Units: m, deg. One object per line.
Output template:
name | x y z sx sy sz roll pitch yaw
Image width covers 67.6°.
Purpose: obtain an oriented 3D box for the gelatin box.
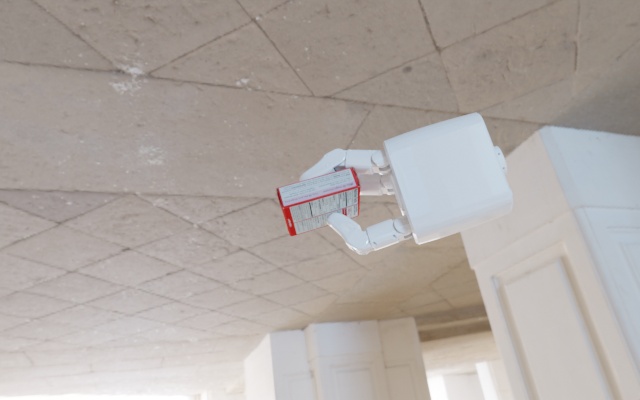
gelatin box | 0.000 0.002 0.538 0.089 0.030 0.073 -17 -28 -5
